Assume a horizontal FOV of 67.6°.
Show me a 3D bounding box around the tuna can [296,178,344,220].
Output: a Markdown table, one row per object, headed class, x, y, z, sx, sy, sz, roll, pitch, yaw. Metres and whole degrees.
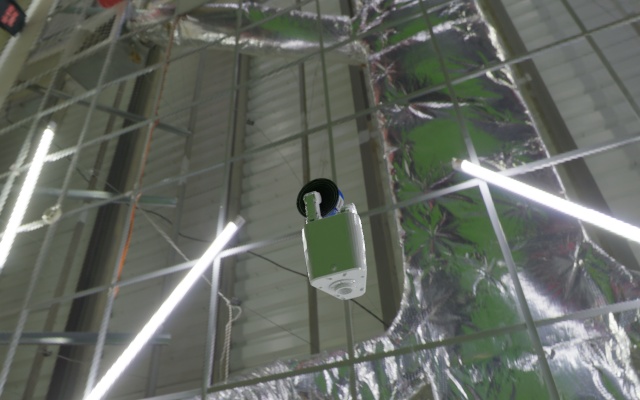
| class | x | y | z | sx | sy | sz | roll | pitch | yaw |
| --- | --- | --- | --- | --- | --- | --- | --- | --- | --- |
| tuna can | 0.000 | 0.003 | 0.897 | 0.086 | 0.086 | 0.034 | 0 | -27 | 25 |
